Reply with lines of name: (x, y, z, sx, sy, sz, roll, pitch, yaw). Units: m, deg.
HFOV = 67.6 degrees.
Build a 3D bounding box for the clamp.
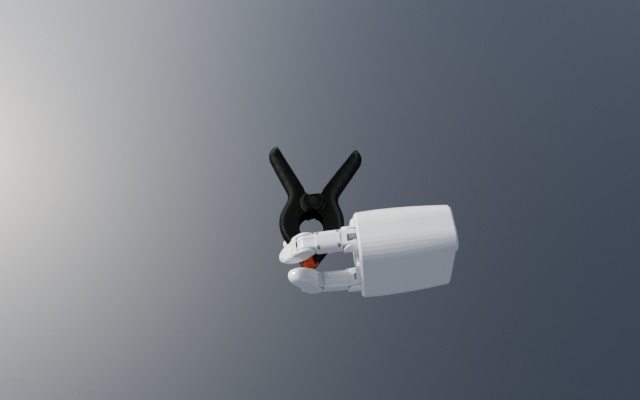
clamp: (0.000, 0.002, 0.597, 0.120, 0.171, 0.039, -8, -25, 2)
